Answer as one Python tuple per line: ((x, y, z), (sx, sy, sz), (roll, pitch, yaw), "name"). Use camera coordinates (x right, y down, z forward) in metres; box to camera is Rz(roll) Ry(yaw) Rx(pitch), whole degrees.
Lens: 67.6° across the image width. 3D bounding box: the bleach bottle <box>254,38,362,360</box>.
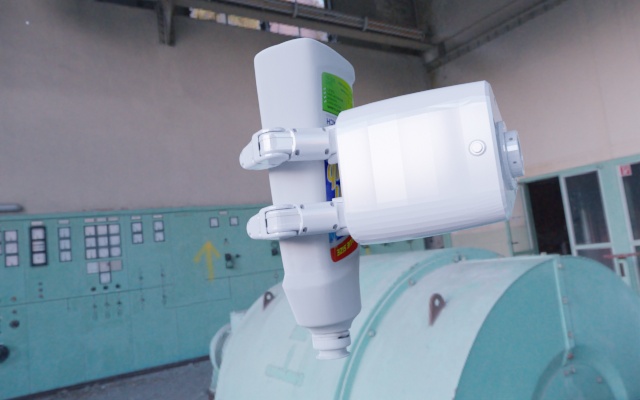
((0.000, 0.001, 0.404), (0.068, 0.251, 0.102), (-10, -7, 26), "bleach bottle")
